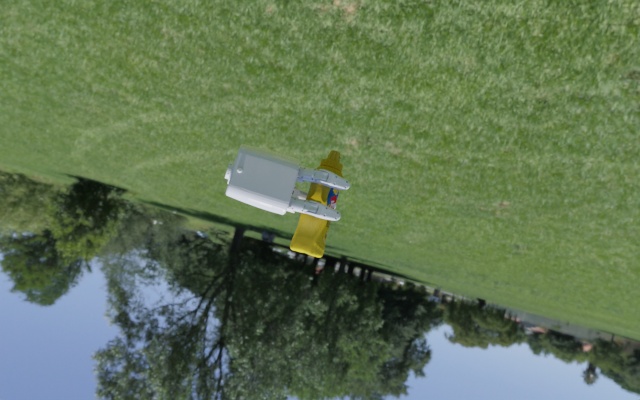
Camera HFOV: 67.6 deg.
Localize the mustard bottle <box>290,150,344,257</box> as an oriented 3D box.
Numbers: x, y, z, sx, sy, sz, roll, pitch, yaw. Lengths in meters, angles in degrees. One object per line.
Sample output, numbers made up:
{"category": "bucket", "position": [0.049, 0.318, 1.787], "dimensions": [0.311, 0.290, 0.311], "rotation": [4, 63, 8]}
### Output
{"category": "mustard bottle", "position": [0.000, 0.003, 0.853], "dimensions": [0.058, 0.191, 0.096], "rotation": [15, -6, 14]}
